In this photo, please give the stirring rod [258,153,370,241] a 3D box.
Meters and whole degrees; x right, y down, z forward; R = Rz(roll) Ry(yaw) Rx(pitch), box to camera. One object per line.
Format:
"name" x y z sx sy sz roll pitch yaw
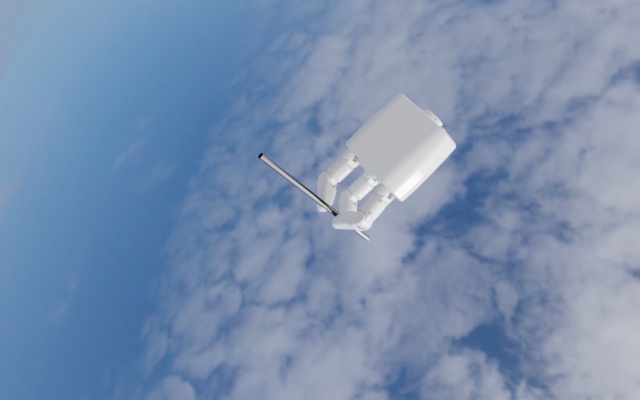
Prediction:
"stirring rod" 0.000 0.002 0.654 0.011 0.011 0.240 0 -28 43
